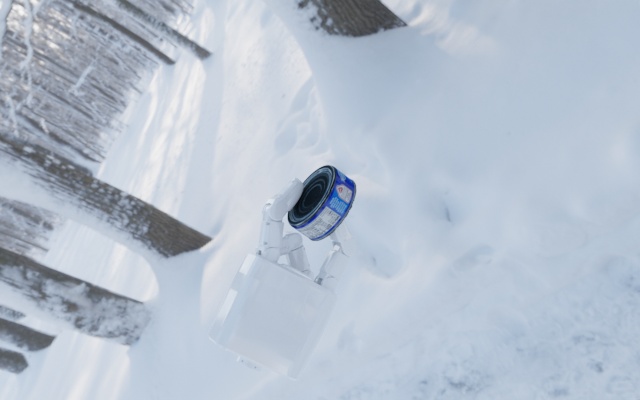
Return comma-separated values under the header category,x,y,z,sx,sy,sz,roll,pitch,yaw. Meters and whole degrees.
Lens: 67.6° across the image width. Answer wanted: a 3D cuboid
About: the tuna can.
category,x,y,z,sx,sy,sz,roll,pitch,yaw
tuna can,0.000,0.001,0.551,0.034,0.086,0.086,35,-16,-24
